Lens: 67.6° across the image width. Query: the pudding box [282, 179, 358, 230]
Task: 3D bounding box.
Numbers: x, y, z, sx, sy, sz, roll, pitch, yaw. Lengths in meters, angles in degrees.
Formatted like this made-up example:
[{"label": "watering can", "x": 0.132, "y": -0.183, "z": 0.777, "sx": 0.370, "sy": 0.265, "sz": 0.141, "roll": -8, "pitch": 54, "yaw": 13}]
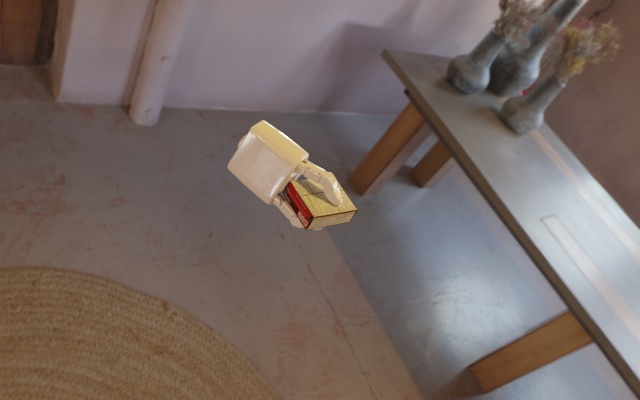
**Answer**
[{"label": "pudding box", "x": 0.000, "y": 0.003, "z": 0.863, "sx": 0.113, "sy": 0.090, "sz": 0.039, "roll": -9, "pitch": -35, "yaw": -39}]
